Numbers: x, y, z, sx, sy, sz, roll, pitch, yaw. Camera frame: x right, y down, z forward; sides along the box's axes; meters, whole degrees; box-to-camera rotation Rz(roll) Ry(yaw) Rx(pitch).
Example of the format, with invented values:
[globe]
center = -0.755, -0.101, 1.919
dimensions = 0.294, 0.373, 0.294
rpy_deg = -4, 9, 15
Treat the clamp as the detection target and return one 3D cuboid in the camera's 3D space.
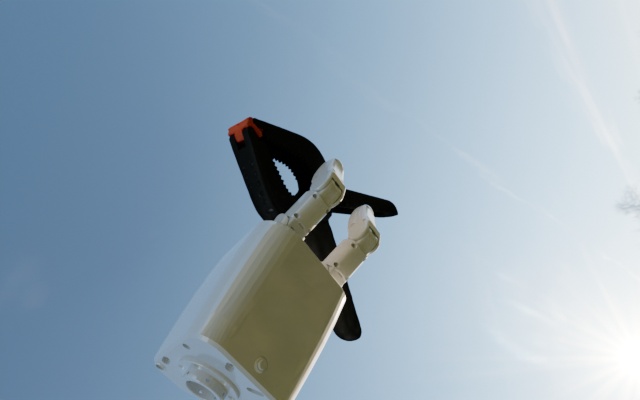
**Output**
[clamp]
center = -0.001, 0.001, 0.442
dimensions = 0.036, 0.210, 0.164
rpy_deg = -19, 28, 39
